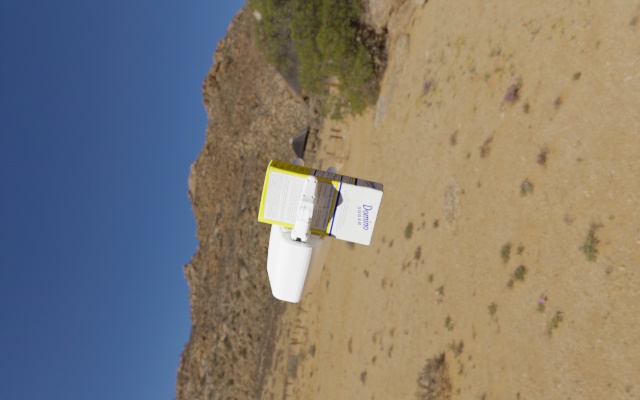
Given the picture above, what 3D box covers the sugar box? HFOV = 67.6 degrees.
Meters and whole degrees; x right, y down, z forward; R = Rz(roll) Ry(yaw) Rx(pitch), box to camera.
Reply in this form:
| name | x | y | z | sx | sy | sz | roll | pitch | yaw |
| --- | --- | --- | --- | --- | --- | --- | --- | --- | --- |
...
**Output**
| name | x | y | z | sx | sy | sz | roll | pitch | yaw |
| --- | --- | --- | --- | --- | --- | --- | --- | --- | --- |
| sugar box | 0.000 | 0.002 | 0.731 | 0.176 | 0.093 | 0.048 | 12 | 22 | -1 |
